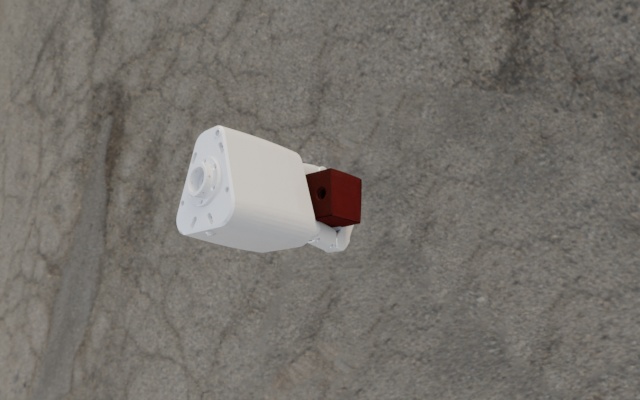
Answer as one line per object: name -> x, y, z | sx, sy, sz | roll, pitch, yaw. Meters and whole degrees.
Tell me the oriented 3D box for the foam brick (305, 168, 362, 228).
foam brick -> 0.000, 0.002, 0.531 | 0.078, 0.053, 0.051 | -13, -21, 40
